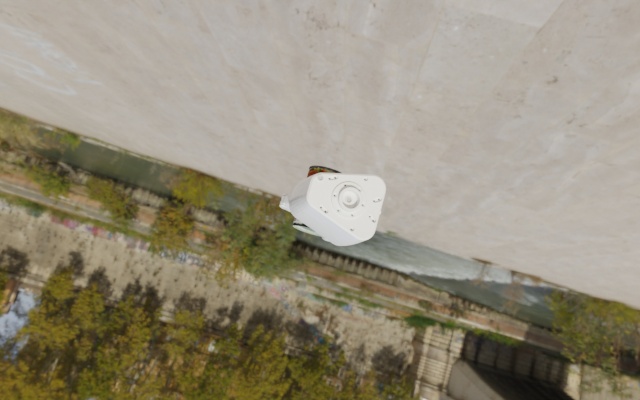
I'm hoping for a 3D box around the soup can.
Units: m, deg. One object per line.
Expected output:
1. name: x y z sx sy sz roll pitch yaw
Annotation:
1. soup can: 0.000 0.003 0.780 0.068 0.102 0.068 16 -11 3
